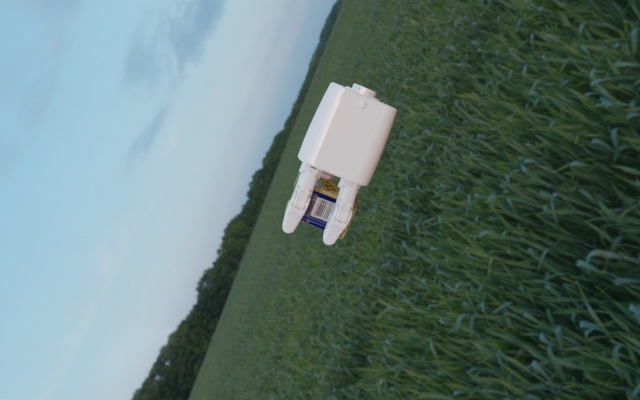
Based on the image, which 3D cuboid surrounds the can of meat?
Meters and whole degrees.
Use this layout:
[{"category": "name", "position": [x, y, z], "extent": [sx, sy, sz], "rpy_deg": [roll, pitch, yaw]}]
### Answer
[{"category": "can of meat", "position": [0.000, 0.002, 0.667], "extent": [0.084, 0.057, 0.102], "rpy_deg": [22, 15, -6]}]
